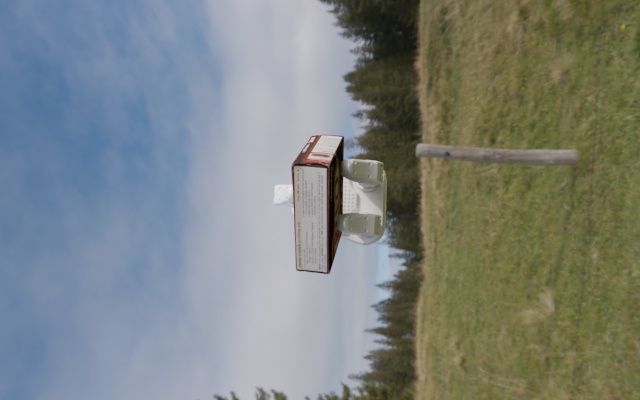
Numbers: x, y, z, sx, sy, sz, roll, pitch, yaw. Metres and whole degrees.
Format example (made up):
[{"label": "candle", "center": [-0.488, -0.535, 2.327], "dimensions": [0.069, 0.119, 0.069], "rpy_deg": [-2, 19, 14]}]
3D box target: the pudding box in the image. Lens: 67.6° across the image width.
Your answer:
[{"label": "pudding box", "center": [0.000, 0.002, 0.469], "dimensions": [0.039, 0.113, 0.090], "rpy_deg": [2, 24, 10]}]
